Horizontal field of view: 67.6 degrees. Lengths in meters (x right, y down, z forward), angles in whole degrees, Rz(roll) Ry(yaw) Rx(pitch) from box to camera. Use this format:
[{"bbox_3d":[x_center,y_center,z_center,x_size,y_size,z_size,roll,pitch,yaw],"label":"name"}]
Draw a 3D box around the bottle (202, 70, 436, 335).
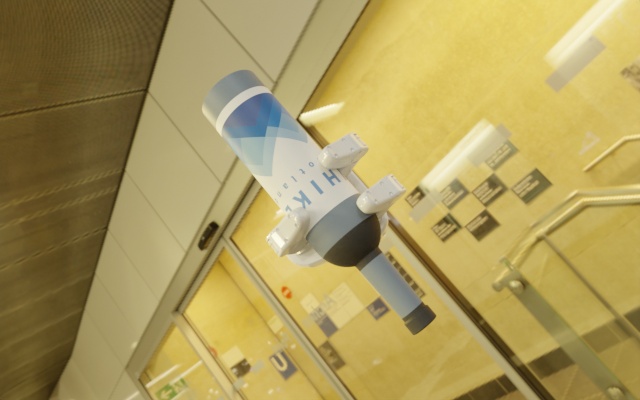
[{"bbox_3d":[0.000,0.001,0.455,0.069,0.295,0.069,-38,-13,-10],"label":"bottle"}]
